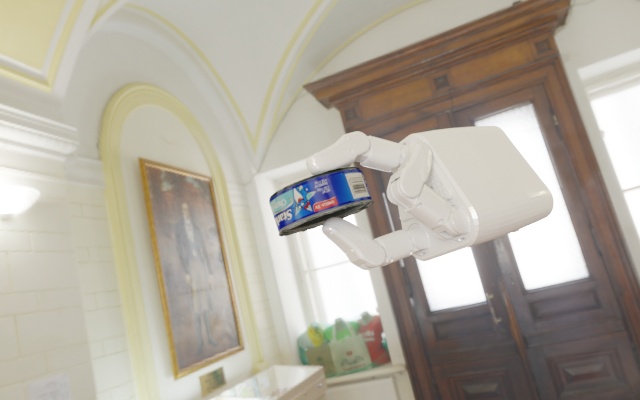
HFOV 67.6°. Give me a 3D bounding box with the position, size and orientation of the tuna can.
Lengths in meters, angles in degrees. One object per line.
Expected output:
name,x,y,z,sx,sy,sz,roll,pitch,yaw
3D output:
tuna can,0.000,0.001,0.410,0.086,0.033,0.086,-19,-8,-3
